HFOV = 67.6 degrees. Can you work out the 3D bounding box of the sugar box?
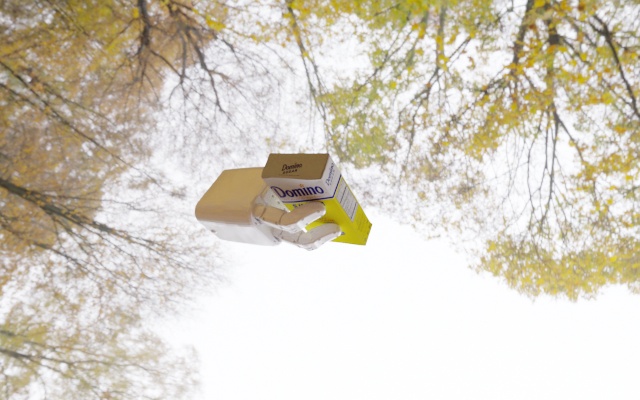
[{"bbox_3d":[0.000,0.003,0.662,0.093,0.048,0.176,3,-28,30],"label":"sugar box"}]
